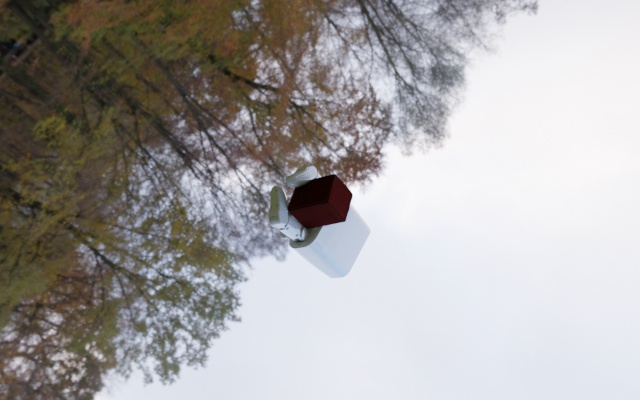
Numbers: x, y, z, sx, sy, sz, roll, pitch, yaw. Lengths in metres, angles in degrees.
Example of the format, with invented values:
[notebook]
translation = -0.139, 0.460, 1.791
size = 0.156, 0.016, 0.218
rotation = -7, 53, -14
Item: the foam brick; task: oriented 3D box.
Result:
[foam brick]
translation = 0.000, 0.002, 0.708
size = 0.078, 0.053, 0.051
rotation = -12, -45, 38
